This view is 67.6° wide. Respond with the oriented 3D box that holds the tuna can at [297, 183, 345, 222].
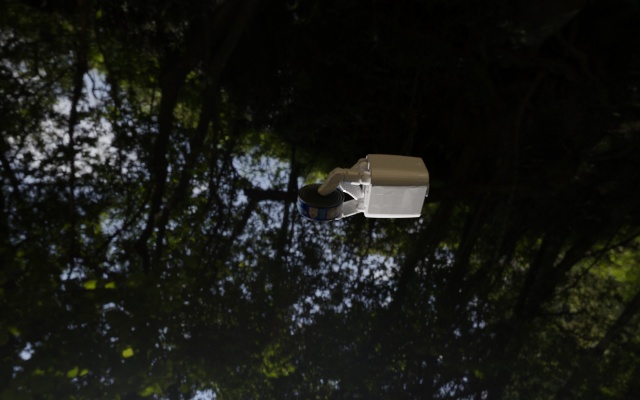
[{"bbox_3d":[0.000,0.003,0.882,0.086,0.034,0.086,4,31,-2],"label":"tuna can"}]
